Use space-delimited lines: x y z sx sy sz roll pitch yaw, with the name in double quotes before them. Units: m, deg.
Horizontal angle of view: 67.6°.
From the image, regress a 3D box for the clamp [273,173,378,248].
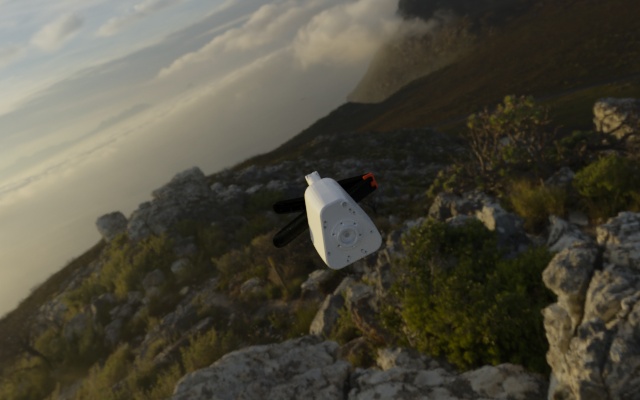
"clamp" 0.000 0.002 0.873 0.210 0.036 0.164 -27 23 -2
